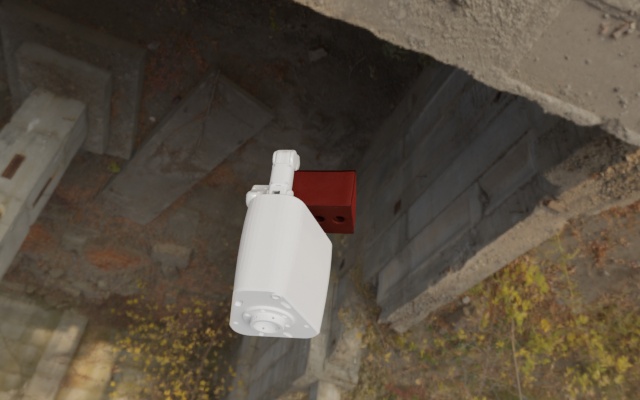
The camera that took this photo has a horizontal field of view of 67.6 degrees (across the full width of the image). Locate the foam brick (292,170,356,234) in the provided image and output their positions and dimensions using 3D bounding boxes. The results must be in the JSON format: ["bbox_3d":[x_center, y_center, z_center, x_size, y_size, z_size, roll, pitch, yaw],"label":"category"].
[{"bbox_3d":[0.000,0.002,0.525,0.078,0.051,0.053,0,-39,8],"label":"foam brick"}]
